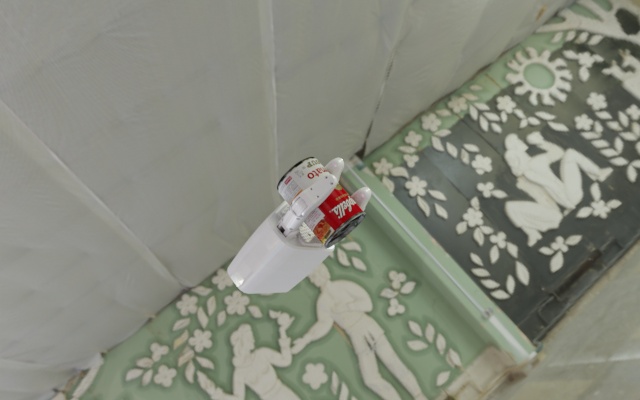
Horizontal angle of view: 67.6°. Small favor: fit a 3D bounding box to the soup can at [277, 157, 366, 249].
[{"bbox_3d":[0.000,0.001,0.618,0.068,0.102,0.068,-38,-15,-12],"label":"soup can"}]
